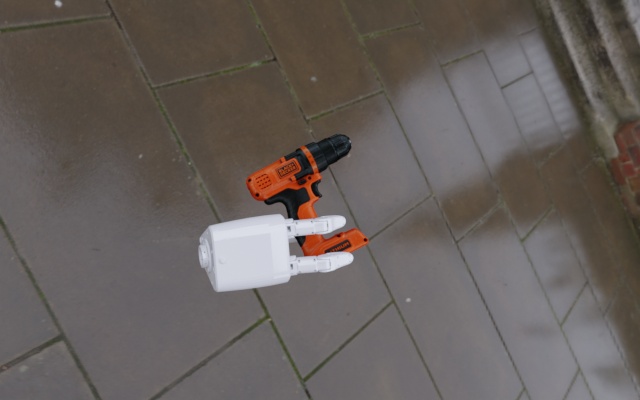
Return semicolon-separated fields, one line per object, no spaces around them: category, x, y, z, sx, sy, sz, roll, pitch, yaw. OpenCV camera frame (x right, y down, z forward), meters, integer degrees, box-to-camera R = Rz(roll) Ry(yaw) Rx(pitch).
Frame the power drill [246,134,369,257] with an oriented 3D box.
power drill;0.000;0.003;0.761;0.184;0.187;0.057;-28;-7;-9
